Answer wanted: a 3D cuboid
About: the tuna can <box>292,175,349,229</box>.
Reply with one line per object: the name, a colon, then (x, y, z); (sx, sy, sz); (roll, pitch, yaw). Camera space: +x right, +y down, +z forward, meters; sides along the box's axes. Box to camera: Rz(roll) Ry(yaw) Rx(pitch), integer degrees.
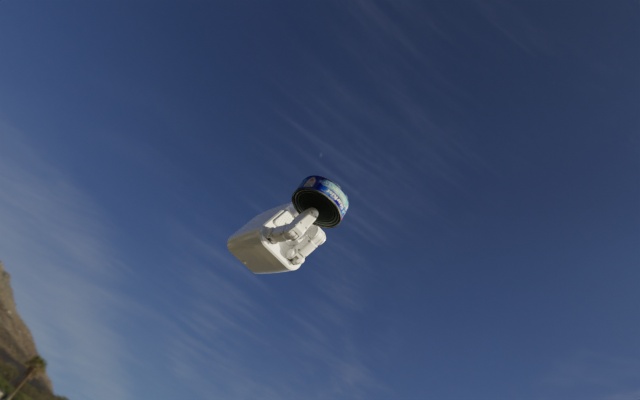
tuna can: (0.000, 0.002, 0.746); (0.086, 0.086, 0.033); (0, 43, 38)
